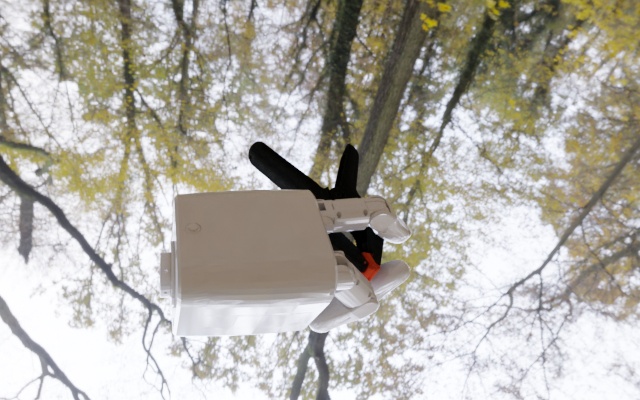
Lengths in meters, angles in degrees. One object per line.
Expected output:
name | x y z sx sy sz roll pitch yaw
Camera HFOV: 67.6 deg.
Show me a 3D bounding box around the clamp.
clamp | 0.000 0.002 0.440 0.120 0.039 0.171 0 44 -19
